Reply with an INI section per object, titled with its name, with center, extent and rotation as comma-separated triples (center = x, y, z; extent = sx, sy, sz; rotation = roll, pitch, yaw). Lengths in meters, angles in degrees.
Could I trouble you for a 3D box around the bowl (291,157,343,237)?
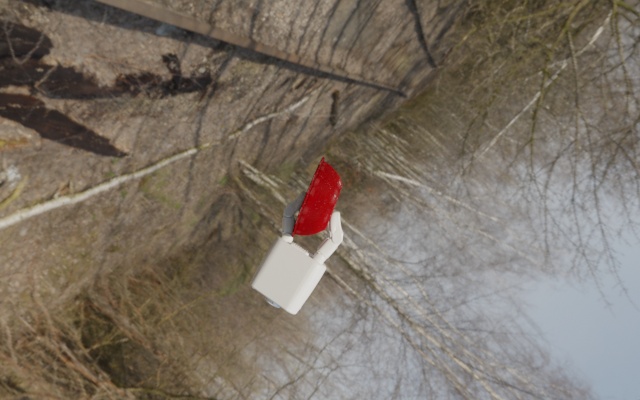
[bowl]
center = 0.001, 0.002, 0.891
extent = 0.055, 0.162, 0.162
rotation = 21, 0, 1
